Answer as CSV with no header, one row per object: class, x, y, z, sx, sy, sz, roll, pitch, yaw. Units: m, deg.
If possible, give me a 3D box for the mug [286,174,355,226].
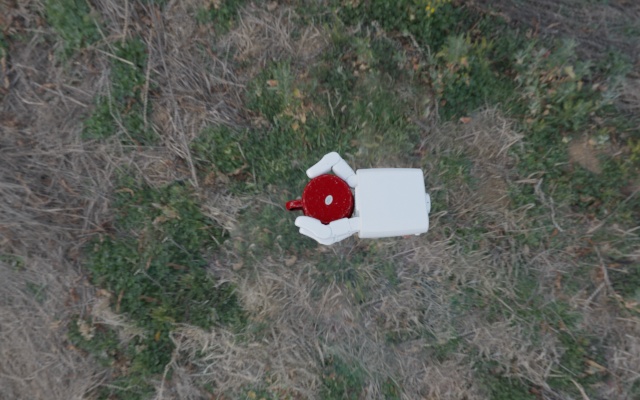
mug,-0.001,0.003,0.797,0.117,0.093,0.081,-4,-7,1
